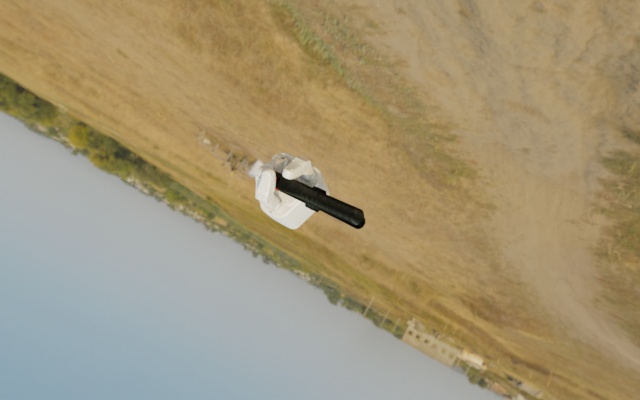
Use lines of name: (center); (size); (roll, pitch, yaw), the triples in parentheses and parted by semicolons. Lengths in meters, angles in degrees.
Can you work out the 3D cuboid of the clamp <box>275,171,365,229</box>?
clamp: (0.000, 0.003, 0.766); (0.171, 0.039, 0.120); (27, -9, 18)
